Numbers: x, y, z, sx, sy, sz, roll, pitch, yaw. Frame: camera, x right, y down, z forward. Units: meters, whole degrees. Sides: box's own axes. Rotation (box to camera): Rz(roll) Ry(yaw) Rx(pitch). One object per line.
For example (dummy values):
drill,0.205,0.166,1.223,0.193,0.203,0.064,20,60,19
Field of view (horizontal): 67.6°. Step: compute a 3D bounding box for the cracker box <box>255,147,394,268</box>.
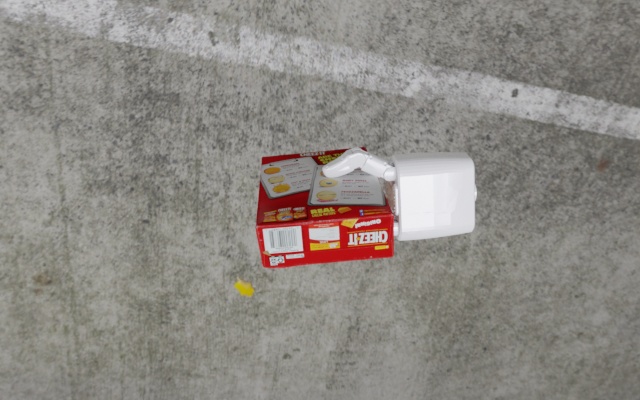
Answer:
cracker box,0.000,0.002,0.658,0.164,0.072,0.213,-5,28,-2
